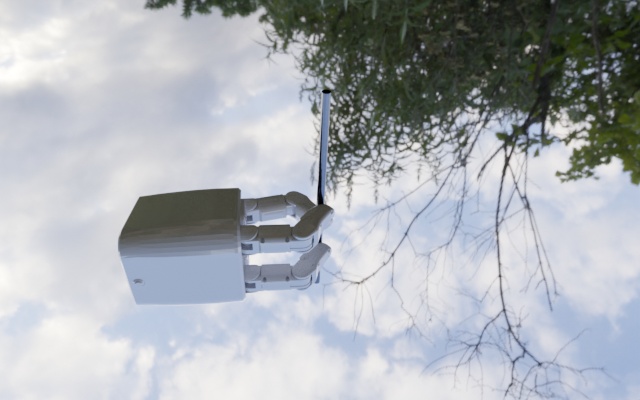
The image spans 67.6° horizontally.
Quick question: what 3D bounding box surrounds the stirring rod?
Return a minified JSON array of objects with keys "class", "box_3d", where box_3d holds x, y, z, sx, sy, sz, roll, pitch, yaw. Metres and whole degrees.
[{"class":"stirring rod","box_3d":[0.000,0.001,0.472,0.011,0.240,0.011,2,41,-1]}]
